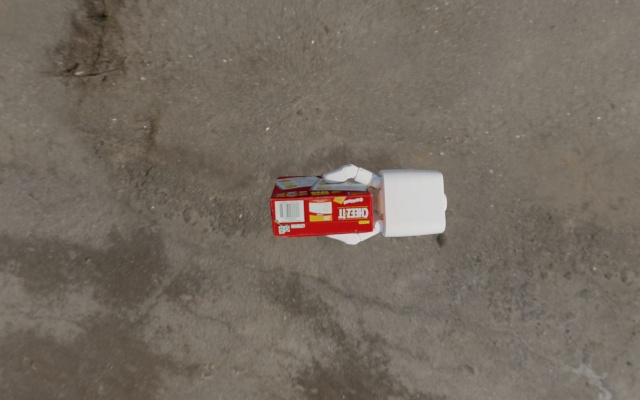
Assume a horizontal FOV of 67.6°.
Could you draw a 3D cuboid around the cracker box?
[{"bbox_3d":[0.000,0.003,0.853,0.164,0.072,0.213,-3,12,-1],"label":"cracker box"}]
